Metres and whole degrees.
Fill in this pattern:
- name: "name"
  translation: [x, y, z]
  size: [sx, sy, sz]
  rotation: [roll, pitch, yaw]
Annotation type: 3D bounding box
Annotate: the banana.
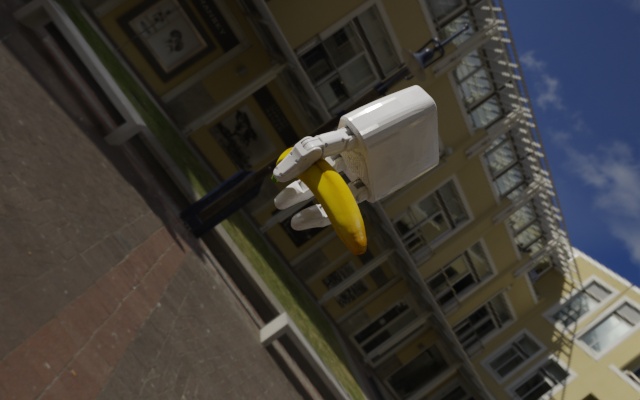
- name: "banana"
  translation: [-0.002, -0.015, 0.550]
  size: [0.037, 0.070, 0.197]
  rotation: [-19, 36, -24]
